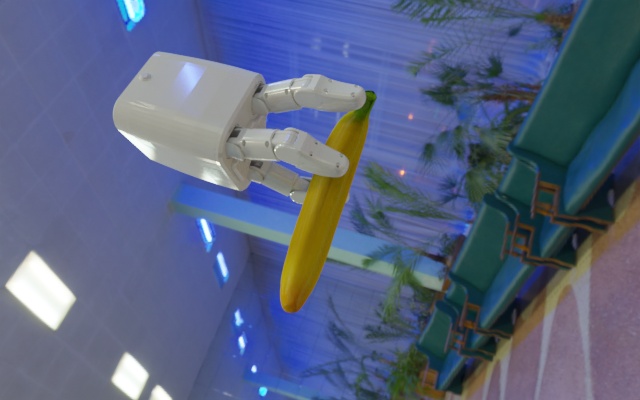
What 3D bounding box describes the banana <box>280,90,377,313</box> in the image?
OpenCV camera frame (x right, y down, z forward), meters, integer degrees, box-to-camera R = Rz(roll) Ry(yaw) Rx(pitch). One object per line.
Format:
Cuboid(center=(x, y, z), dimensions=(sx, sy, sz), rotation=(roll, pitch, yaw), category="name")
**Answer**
Cuboid(center=(0.003, 0.001, 0.425), dimensions=(0.037, 0.198, 0.069), rotation=(18, -6, 7), category="banana")
